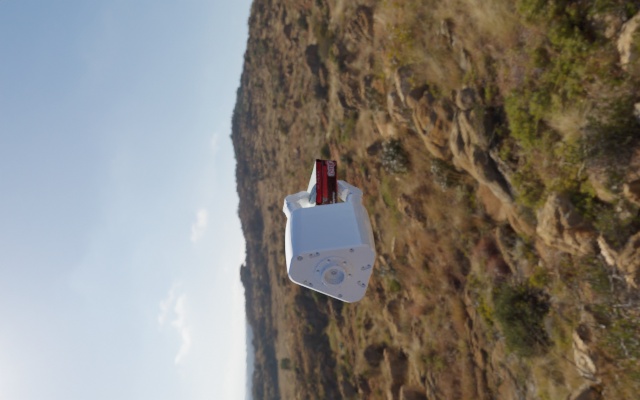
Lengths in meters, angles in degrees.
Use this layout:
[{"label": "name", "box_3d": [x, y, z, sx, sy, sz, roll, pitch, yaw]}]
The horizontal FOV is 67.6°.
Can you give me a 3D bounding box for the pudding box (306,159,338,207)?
[{"label": "pudding box", "box_3d": [0.000, 0.003, 0.760, 0.039, 0.090, 0.114, 8, -34, -9]}]
